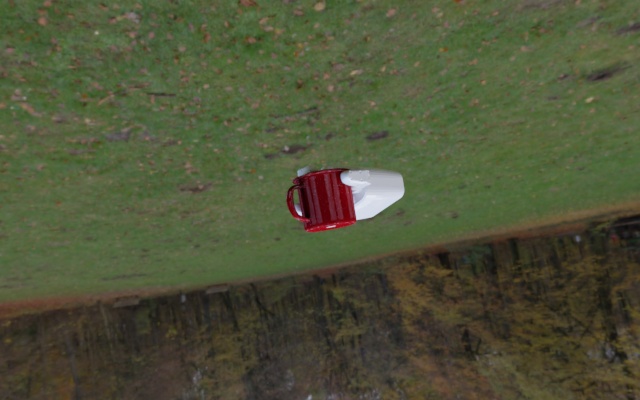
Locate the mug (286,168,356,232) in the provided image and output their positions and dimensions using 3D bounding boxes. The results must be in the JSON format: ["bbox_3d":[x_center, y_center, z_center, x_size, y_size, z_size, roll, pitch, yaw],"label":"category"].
[{"bbox_3d":[-0.001,0.003,0.723,0.117,0.081,0.093,-3,-11,-41],"label":"mug"}]
